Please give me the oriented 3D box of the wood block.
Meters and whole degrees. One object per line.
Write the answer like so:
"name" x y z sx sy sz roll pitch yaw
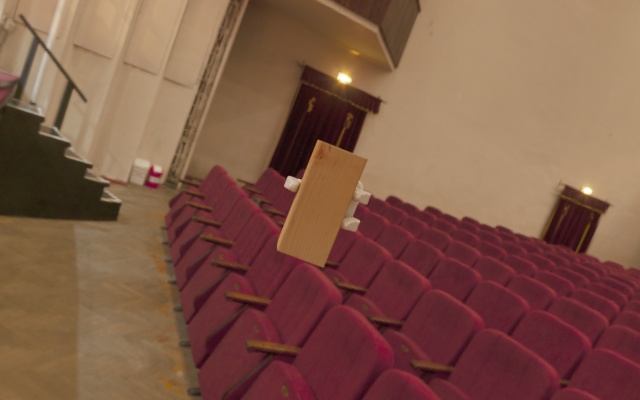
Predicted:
"wood block" 0.000 0.003 0.868 0.091 0.206 0.090 21 7 -6
